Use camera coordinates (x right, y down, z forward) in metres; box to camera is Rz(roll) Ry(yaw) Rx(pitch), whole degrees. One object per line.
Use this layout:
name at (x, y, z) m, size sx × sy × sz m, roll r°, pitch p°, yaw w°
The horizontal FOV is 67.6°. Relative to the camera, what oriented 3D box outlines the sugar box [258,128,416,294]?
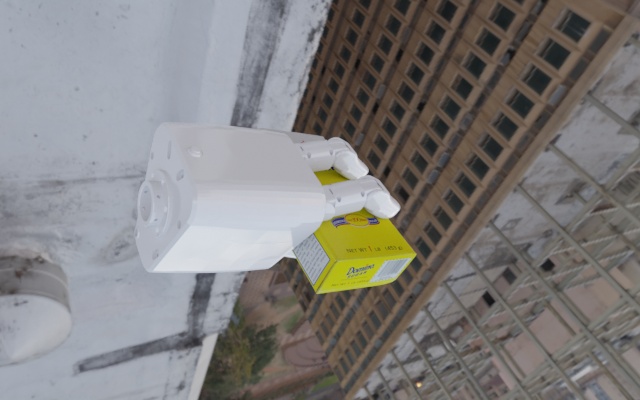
sugar box at (0.000, 0.001, 0.441) m, size 0.093 × 0.048 × 0.176 m, roll 1°, pitch 43°, yaw -39°
